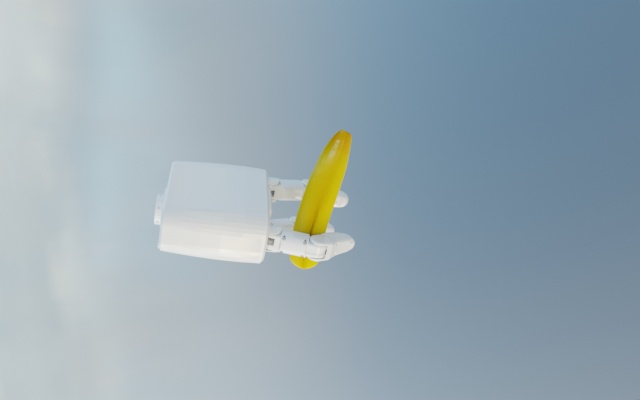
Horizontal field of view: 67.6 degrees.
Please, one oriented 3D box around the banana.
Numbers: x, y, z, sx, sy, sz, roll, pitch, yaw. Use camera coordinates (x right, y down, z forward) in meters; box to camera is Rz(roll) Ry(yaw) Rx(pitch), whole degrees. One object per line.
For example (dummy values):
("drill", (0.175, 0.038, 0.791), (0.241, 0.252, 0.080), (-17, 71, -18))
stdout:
("banana", (-0.005, 0.015, 0.533), (0.037, 0.198, 0.069), (19, 40, 5))
